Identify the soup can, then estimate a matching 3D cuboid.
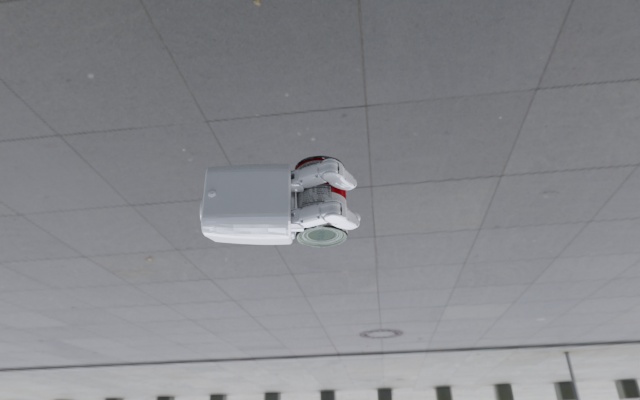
[{"bbox_3d":[0.001,0.002,0.624,0.068,0.102,0.068,-1,-27,-1],"label":"soup can"}]
